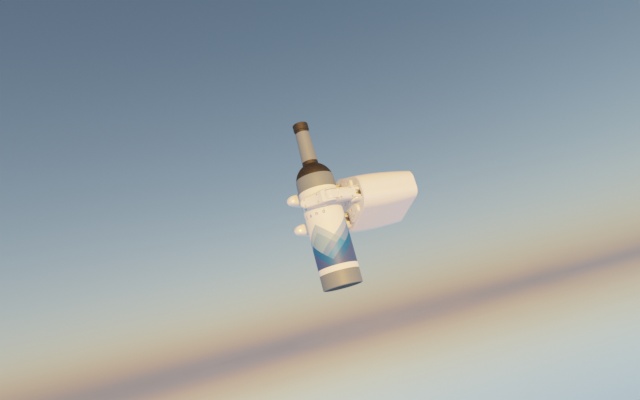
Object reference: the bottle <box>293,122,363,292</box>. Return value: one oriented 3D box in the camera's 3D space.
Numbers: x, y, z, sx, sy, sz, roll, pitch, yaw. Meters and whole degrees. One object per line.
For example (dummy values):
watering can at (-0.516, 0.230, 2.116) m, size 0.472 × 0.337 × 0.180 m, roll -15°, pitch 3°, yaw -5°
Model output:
bottle at (0.000, 0.003, 0.810) m, size 0.069 × 0.295 × 0.069 m, roll -14°, pitch -15°, yaw -4°
